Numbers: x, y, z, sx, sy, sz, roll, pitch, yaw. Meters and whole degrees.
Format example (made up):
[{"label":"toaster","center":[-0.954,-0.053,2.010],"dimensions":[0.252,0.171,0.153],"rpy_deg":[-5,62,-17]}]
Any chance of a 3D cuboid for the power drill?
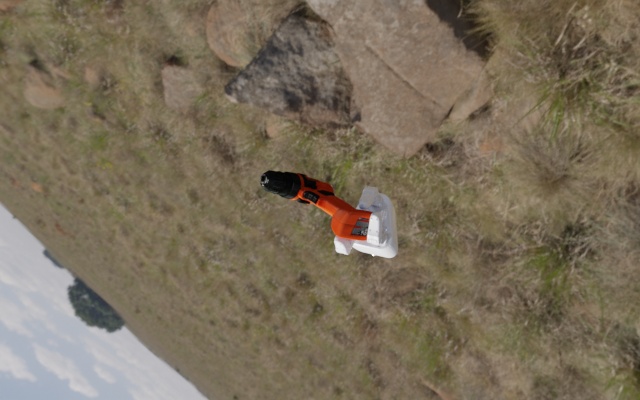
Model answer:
[{"label":"power drill","center":[0.001,0.003,0.878],"dimensions":[0.184,0.057,0.187],"rpy_deg":[10,20,-48]}]
